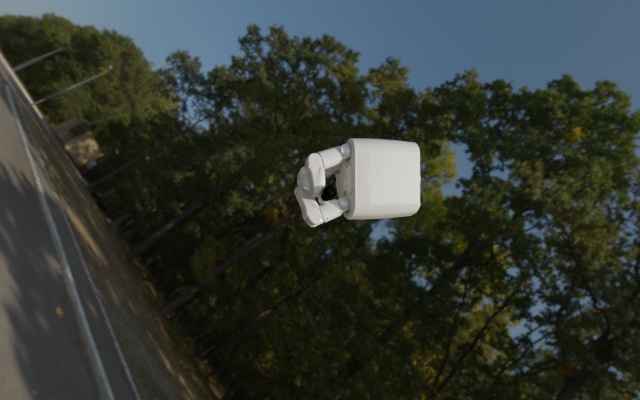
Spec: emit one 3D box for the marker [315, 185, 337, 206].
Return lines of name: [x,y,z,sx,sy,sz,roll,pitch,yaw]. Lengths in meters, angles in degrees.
marker: [0.000,0.002,0.699,0.020,0.020,0.121,0,-15,-14]
